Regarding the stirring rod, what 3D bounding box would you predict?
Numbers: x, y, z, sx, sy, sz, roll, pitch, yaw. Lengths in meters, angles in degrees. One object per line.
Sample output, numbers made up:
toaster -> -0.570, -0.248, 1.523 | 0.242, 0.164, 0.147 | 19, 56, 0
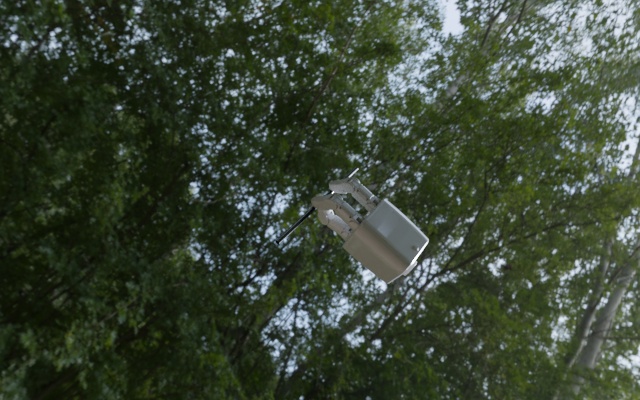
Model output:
stirring rod -> 0.000, 0.003, 0.834 | 0.011, 0.011, 0.239 | 0, 32, 42
